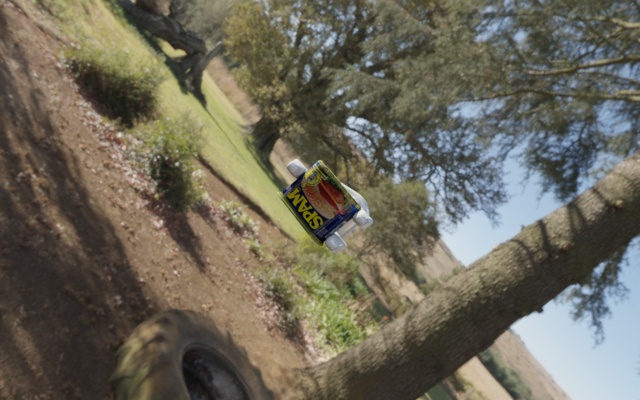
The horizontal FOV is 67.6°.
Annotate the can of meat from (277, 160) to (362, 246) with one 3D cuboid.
[{"bbox_3d":[0.000,0.002,0.714,0.084,0.102,0.057,-40,-17,3],"label":"can of meat"}]
